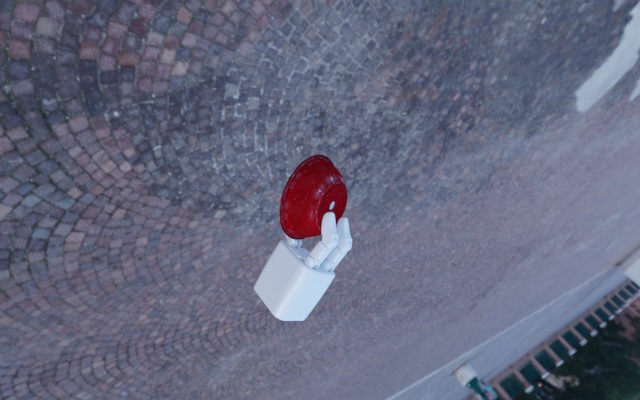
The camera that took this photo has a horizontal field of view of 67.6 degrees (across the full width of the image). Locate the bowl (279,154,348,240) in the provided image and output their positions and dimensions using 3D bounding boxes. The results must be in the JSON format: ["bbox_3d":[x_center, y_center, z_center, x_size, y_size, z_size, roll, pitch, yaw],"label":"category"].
[{"bbox_3d":[0.001,0.002,0.848,0.055,0.162,0.162,21,12,33],"label":"bowl"}]
